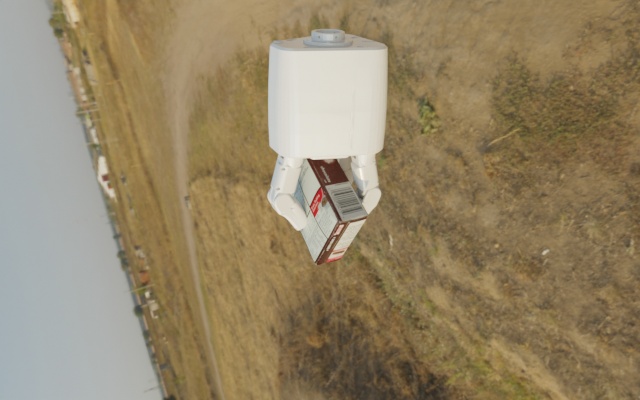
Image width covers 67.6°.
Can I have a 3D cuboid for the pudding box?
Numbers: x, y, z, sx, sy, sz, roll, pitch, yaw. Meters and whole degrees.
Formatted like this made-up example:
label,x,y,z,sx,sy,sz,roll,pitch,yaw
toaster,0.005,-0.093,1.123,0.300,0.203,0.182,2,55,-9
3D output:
label,x,y,z,sx,sy,sz,roll,pitch,yaw
pudding box,0.000,0.002,0.539,0.039,0.113,0.090,-9,-33,-27
